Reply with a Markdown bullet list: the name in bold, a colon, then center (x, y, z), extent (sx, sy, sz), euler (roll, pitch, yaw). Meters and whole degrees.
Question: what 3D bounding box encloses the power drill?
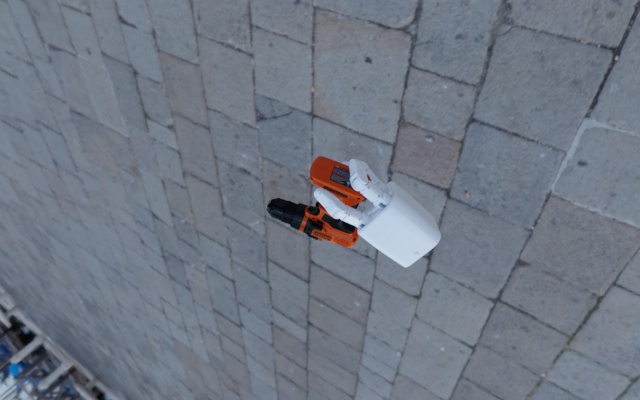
- **power drill**: center (0.000, 0.003, 0.859), extent (0.184, 0.057, 0.188), euler (20, -35, -2)
